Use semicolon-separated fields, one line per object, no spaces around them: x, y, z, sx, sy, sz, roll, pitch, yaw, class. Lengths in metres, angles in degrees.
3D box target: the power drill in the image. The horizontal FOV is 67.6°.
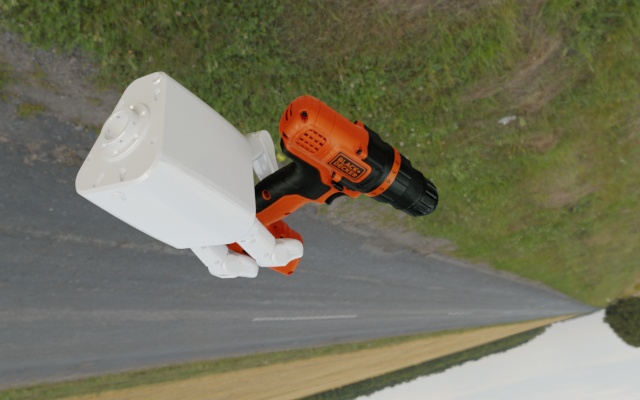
0.000;0.002;0.482;0.184;0.057;0.188;31;-55;-27;power drill
